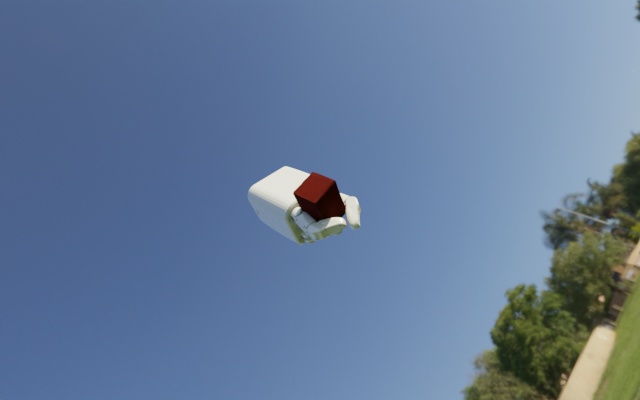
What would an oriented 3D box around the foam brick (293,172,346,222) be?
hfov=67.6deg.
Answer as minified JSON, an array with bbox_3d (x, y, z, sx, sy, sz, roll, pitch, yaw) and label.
[{"bbox_3d":[0.000,0.002,0.769,0.051,0.053,0.078,26,-27,36],"label":"foam brick"}]
